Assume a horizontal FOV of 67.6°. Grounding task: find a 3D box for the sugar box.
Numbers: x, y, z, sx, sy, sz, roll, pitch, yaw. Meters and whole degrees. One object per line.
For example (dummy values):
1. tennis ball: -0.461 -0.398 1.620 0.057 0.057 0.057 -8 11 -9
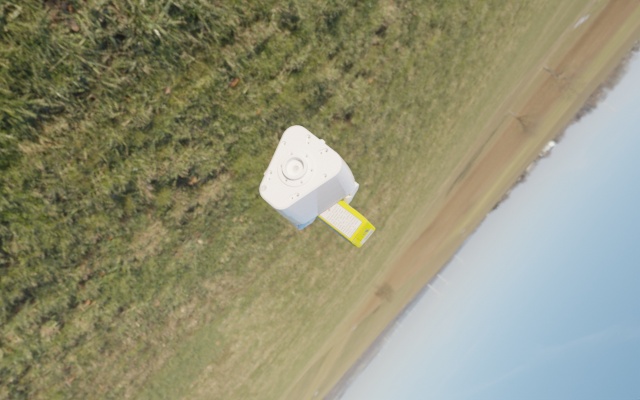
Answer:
1. sugar box: 0.001 0.002 0.748 0.176 0.048 0.093 40 0 16
